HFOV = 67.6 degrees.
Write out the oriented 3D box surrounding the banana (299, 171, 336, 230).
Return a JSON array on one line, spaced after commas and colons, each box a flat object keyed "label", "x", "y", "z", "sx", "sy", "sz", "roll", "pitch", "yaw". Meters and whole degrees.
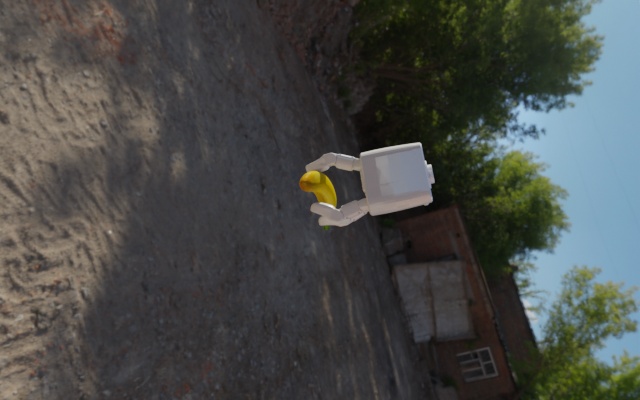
[{"label": "banana", "x": 0.001, "y": -0.013, "z": 0.865, "sx": 0.037, "sy": 0.069, "sz": 0.198, "roll": -6, "pitch": -26, "yaw": 13}]
